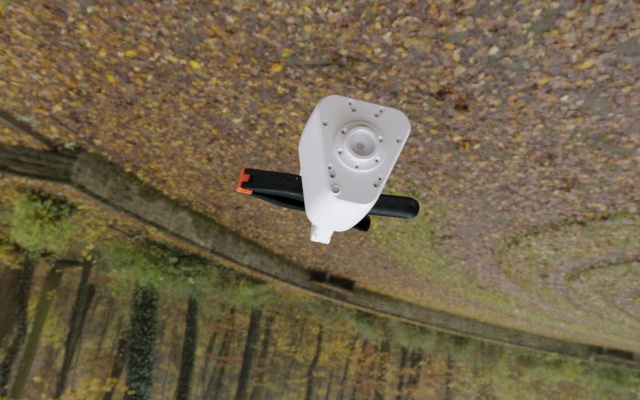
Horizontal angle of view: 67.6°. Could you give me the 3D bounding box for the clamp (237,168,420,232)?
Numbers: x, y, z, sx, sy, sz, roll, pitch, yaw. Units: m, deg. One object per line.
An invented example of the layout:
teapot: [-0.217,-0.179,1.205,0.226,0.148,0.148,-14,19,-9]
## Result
clamp: [-0.001,0.003,0.608,0.210,0.036,0.164,13,-14,-7]
